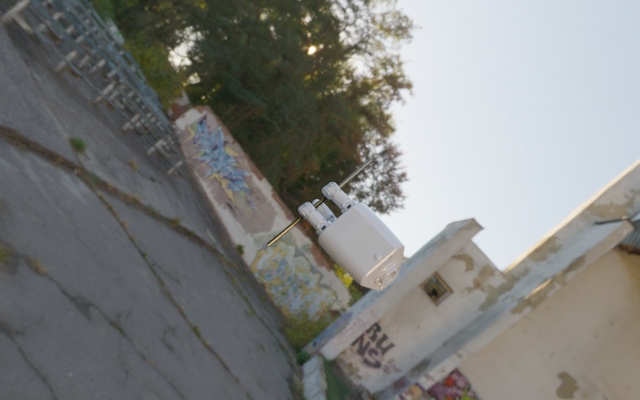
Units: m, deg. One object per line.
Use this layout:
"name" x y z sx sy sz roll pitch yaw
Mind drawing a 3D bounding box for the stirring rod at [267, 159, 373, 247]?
"stirring rod" 0.000 0.003 0.851 0.239 0.011 0.011 -39 7 -8
